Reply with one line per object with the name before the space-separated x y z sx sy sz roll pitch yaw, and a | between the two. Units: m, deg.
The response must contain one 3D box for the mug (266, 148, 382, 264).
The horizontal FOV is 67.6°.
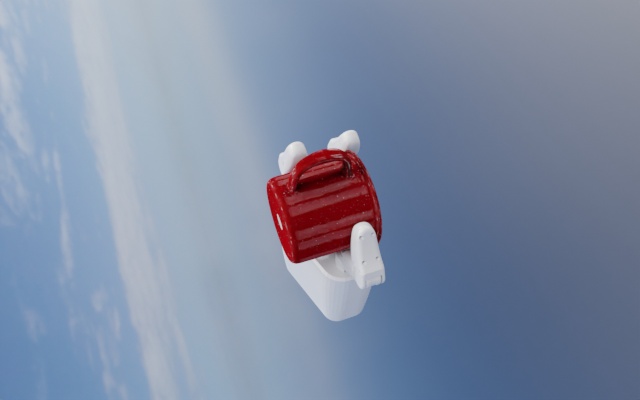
mug | 0.000 0.001 0.428 0.081 0.093 0.117 -17 -36 -13
